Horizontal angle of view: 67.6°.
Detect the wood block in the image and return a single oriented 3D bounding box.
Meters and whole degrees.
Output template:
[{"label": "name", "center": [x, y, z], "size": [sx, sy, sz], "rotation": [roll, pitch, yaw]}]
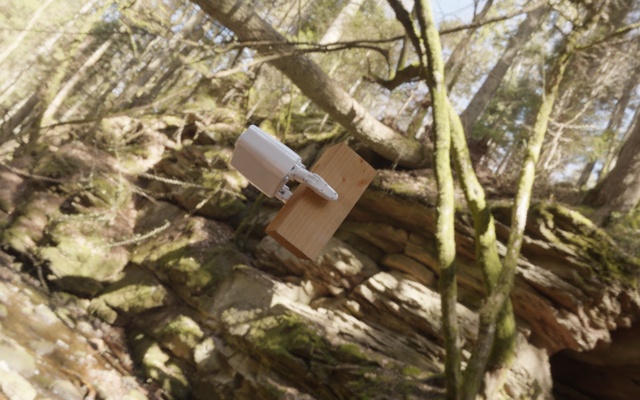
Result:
[{"label": "wood block", "center": [0.000, 0.003, 0.889], "size": [0.090, 0.206, 0.091], "rotation": [40, -15, -13]}]
